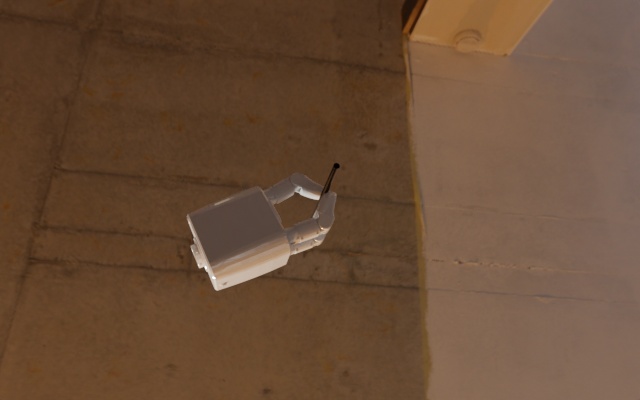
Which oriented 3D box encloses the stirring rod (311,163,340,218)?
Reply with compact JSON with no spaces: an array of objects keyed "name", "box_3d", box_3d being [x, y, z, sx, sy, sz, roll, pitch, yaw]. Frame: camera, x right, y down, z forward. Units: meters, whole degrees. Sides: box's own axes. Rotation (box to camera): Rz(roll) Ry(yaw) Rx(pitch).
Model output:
[{"name":"stirring rod","box_3d":[0.000,0.002,0.693,0.011,0.011,0.240,0,-22,-10]}]
